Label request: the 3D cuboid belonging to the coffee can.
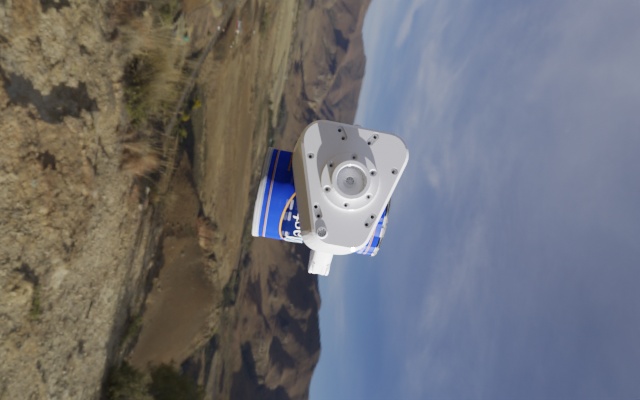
[{"bbox_3d":[0.000,0.002,0.548,0.140,0.103,0.103,10,-1,-4],"label":"coffee can"}]
